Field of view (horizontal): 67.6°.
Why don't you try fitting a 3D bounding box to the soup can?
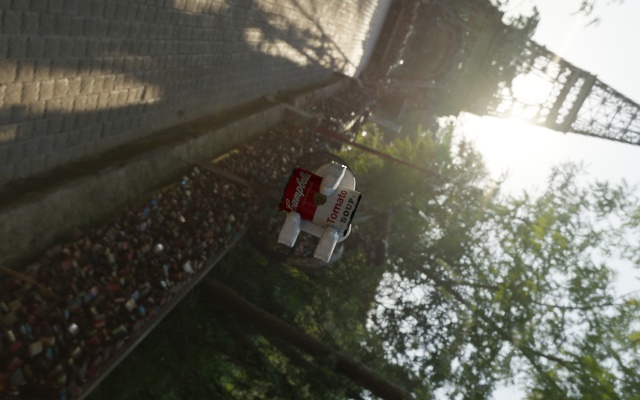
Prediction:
[{"bbox_3d":[0.000,0.002,0.669,0.102,0.068,0.068,23,2,4],"label":"soup can"}]
